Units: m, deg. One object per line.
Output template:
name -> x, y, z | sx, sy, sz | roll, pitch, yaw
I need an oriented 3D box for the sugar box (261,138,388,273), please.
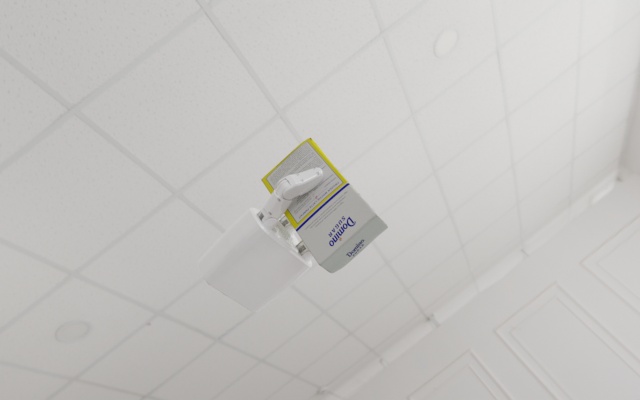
sugar box -> 0.000, 0.002, 0.624 | 0.176, 0.093, 0.048 | 53, 7, 38
